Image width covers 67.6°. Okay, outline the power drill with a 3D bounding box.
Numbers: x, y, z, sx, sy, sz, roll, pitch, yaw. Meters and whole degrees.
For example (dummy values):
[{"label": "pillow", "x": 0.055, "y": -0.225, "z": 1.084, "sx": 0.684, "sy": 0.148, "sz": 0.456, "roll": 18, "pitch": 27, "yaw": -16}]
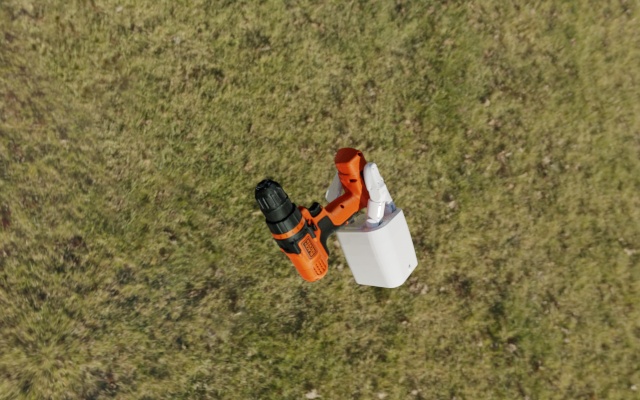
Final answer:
[{"label": "power drill", "x": 0.001, "y": 0.002, "z": 0.724, "sx": 0.187, "sy": 0.184, "sz": 0.057, "roll": -44, "pitch": 36, "yaw": -25}]
